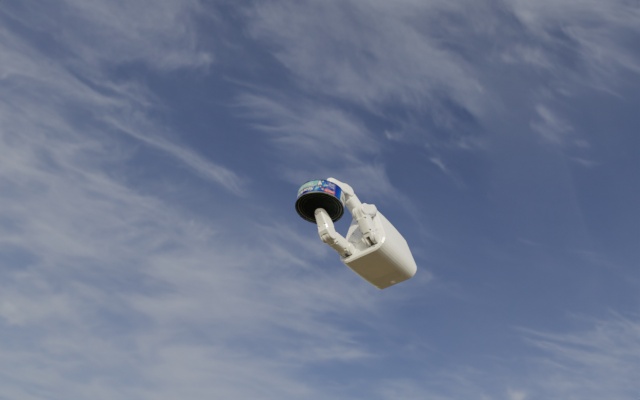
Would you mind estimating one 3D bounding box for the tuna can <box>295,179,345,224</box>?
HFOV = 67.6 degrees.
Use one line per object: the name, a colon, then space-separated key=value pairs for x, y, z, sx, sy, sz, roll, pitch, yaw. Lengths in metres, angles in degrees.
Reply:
tuna can: x=0.000 y=0.002 z=0.836 sx=0.086 sy=0.033 sz=0.086 roll=5 pitch=-41 yaw=4
